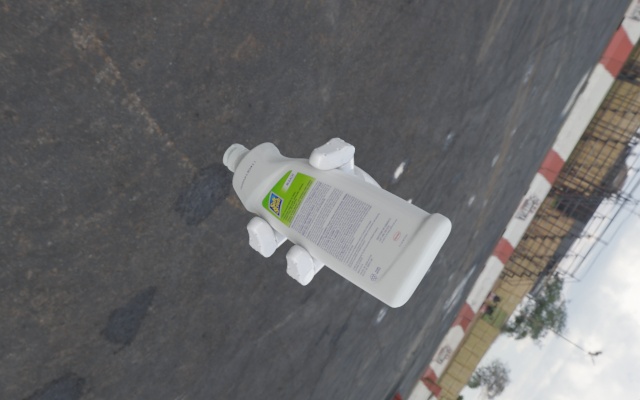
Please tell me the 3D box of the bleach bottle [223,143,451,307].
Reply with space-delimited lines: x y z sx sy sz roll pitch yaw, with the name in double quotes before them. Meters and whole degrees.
"bleach bottle" 0.000 0.002 0.499 0.250 0.102 0.068 32 4 23
